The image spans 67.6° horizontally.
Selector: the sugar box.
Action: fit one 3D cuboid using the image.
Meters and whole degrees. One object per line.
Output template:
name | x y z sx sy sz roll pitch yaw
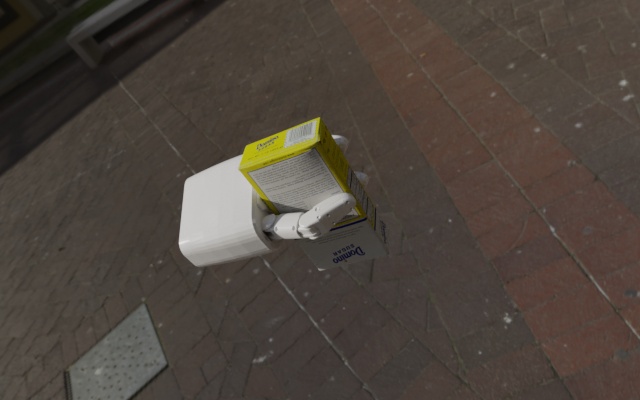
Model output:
sugar box | 0.000 0.001 0.520 0.093 0.048 0.176 -16 -48 23
